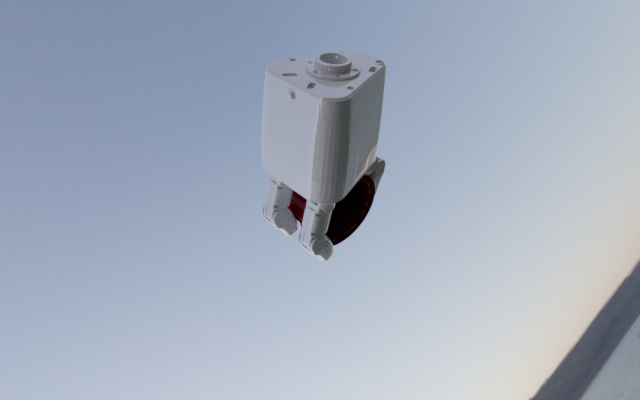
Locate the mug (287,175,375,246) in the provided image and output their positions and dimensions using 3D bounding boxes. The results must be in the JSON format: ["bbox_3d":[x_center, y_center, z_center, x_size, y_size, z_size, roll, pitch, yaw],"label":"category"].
[{"bbox_3d":[0.000,0.003,0.553,0.093,0.117,0.081,-26,49,-35],"label":"mug"}]
